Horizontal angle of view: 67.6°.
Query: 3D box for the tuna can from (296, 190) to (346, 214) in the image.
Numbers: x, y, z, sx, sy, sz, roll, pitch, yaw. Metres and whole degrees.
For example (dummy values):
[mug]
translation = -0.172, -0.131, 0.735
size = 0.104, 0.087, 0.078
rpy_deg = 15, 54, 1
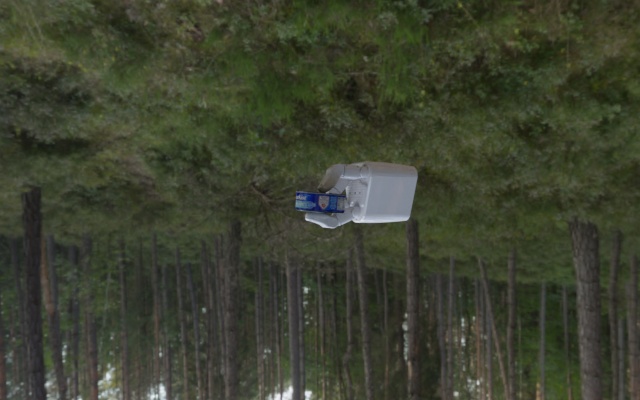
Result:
[tuna can]
translation = 0.000, 0.003, 0.816
size = 0.086, 0.034, 0.086
rpy_deg = 5, 1, 0
